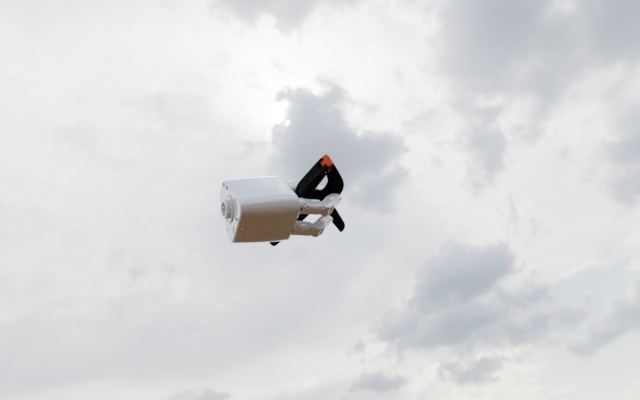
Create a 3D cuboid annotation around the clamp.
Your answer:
[{"bbox_3d":[0.000,0.002,0.897,0.164,0.210,0.036,-5,46,-31],"label":"clamp"}]
